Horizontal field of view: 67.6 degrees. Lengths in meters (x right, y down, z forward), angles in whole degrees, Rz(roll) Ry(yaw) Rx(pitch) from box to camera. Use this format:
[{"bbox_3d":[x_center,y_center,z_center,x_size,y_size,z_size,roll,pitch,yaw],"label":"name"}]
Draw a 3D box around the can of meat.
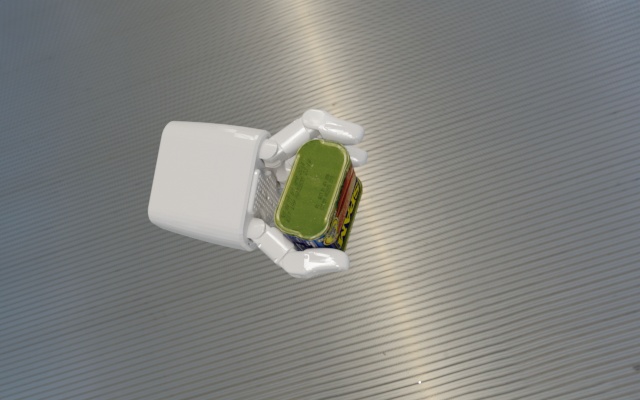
[{"bbox_3d":[0.000,0.002,0.465,0.057,0.102,0.084,13,-17,17],"label":"can of meat"}]
